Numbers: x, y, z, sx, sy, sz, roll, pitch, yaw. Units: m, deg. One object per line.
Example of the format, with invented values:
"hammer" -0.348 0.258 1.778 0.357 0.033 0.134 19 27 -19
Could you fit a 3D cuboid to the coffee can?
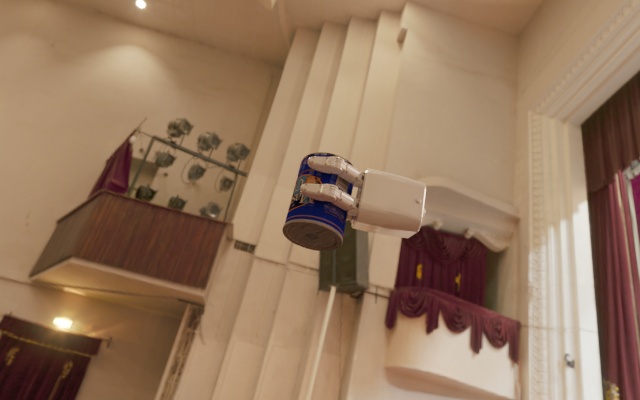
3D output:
"coffee can" 0.000 0.003 0.829 0.103 0.140 0.103 10 -29 6
